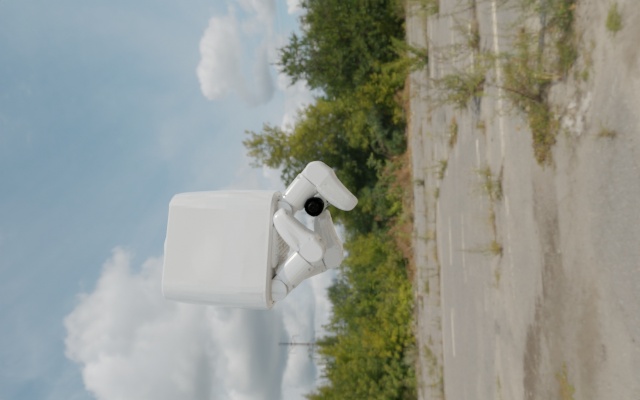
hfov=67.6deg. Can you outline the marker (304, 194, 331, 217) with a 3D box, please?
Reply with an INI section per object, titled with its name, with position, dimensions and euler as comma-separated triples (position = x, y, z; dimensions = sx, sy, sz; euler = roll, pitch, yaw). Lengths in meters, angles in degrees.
[marker]
position = 0.000, 0.002, 0.509
dimensions = 0.020, 0.020, 0.121
euler = 0, 5, 7
